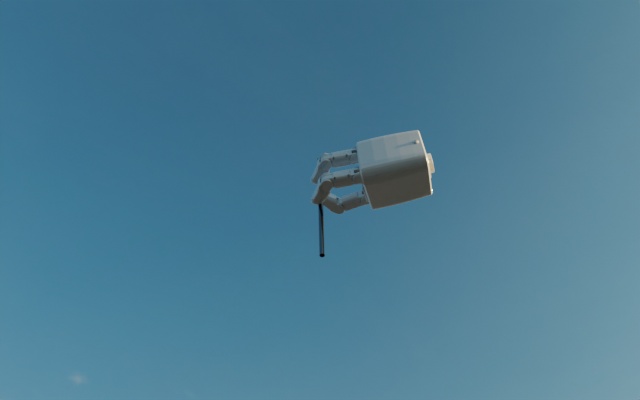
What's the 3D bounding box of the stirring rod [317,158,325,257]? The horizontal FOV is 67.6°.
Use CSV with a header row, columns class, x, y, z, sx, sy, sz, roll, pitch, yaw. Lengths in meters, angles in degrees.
class,x,y,z,sx,sy,sz,roll,pitch,yaw
stirring rod,0.000,0.003,0.794,0.011,0.011,0.239,0,41,-1
